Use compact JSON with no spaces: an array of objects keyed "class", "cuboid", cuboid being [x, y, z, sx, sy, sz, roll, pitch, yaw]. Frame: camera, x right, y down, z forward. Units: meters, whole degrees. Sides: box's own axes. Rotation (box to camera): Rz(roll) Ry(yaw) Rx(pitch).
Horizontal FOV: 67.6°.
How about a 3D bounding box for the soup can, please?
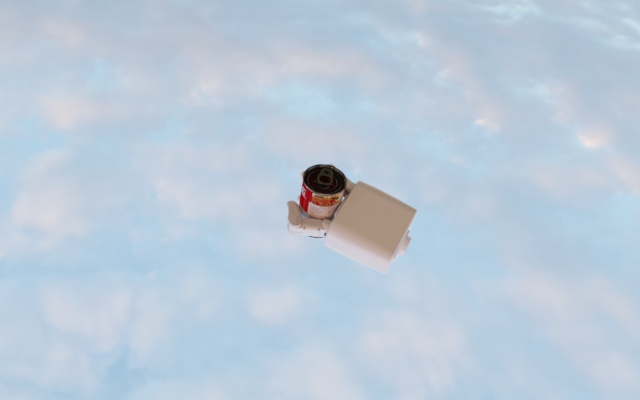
[{"class":"soup can","cuboid":[0.000,0.003,0.753,0.068,0.068,0.102,0,-44,-11]}]
